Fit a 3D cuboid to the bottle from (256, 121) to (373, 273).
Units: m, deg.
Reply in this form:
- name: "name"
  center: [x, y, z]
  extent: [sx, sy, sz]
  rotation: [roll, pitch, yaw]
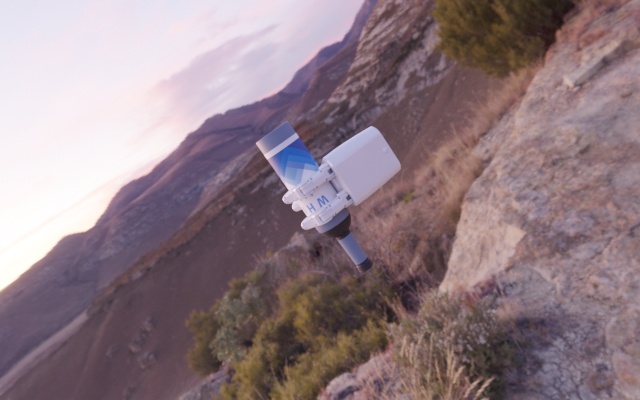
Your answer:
- name: "bottle"
  center: [0.000, 0.003, 0.836]
  extent: [0.069, 0.296, 0.069]
  rotation: [-34, 10, 6]
